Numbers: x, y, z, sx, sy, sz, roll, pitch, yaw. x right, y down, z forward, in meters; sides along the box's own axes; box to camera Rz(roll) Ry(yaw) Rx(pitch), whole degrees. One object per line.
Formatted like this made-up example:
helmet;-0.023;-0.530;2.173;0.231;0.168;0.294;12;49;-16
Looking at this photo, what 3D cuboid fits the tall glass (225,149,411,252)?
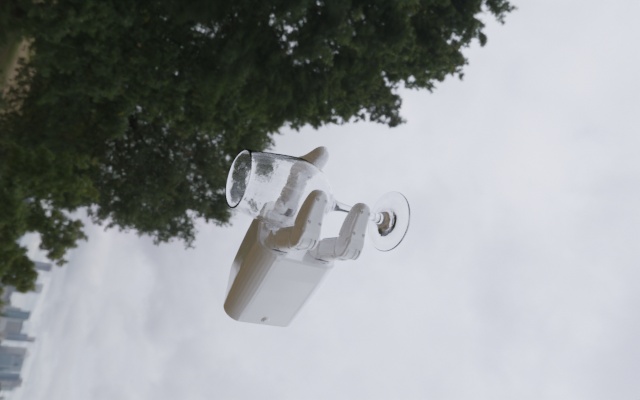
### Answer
tall glass;0.001;0.002;0.525;0.201;0.079;0.079;16;-9;-31
